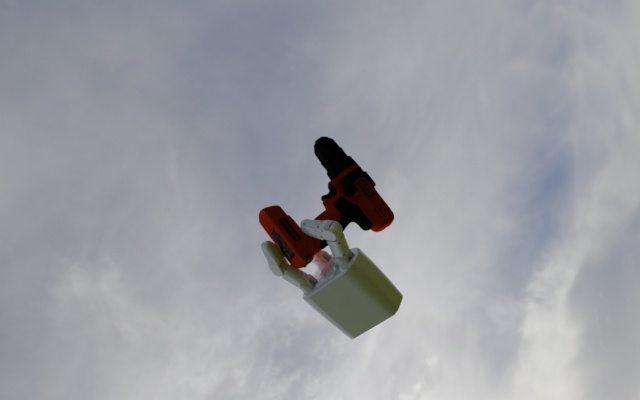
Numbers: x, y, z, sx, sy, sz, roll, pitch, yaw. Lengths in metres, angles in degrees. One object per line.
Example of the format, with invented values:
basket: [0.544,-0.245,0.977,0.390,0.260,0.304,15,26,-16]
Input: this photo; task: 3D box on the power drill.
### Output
power drill: [0.000,0.003,0.745,0.187,0.184,0.057,-33,-13,-24]
